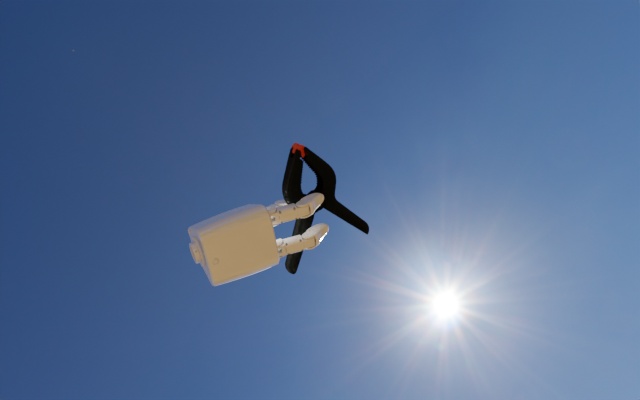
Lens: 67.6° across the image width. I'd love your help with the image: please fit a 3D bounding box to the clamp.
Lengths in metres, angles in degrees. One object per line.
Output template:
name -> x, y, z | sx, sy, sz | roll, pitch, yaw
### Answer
clamp -> -0.001, 0.002, 0.786 | 0.164, 0.210, 0.036 | -20, 24, -24
